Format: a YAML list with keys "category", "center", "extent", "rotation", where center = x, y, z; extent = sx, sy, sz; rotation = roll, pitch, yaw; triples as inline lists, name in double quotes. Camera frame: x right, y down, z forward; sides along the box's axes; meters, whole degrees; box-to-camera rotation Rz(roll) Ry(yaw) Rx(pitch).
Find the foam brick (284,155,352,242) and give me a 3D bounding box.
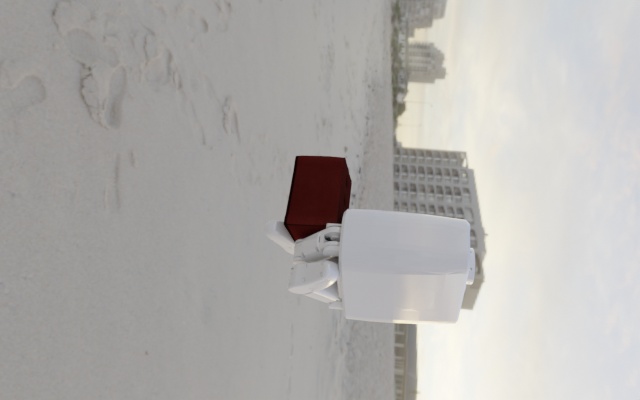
- category: "foam brick"
  center: [0.000, 0.001, 0.472]
  extent: [0.051, 0.078, 0.053]
  rotation: [1, -28, 14]
